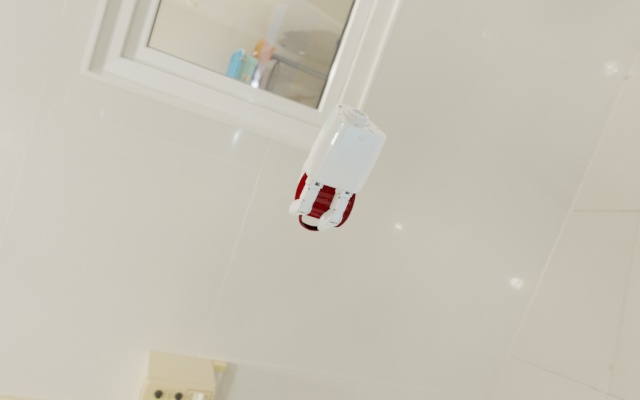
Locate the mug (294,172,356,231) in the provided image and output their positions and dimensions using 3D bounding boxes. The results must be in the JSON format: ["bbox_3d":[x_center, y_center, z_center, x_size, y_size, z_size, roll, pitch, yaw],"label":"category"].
[{"bbox_3d":[-0.001,0.004,0.854,0.081,0.117,0.093,17,25,-21],"label":"mug"}]
